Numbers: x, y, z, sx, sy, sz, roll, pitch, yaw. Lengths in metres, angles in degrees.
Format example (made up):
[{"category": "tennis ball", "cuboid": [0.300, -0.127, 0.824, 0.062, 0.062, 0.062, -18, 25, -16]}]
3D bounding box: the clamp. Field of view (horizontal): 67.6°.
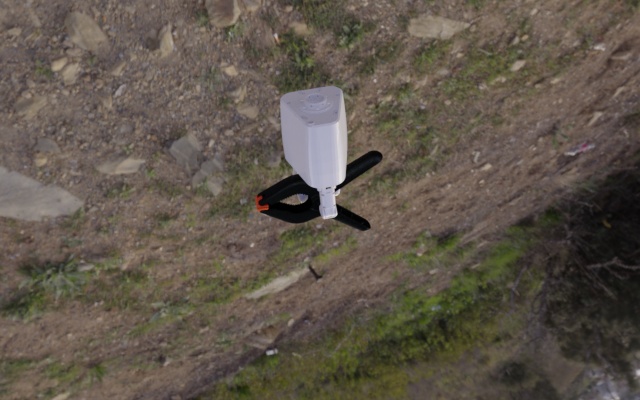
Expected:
[{"category": "clamp", "cuboid": [0.000, 0.003, 0.792, 0.210, 0.165, 0.036, -11, 40, -7]}]
